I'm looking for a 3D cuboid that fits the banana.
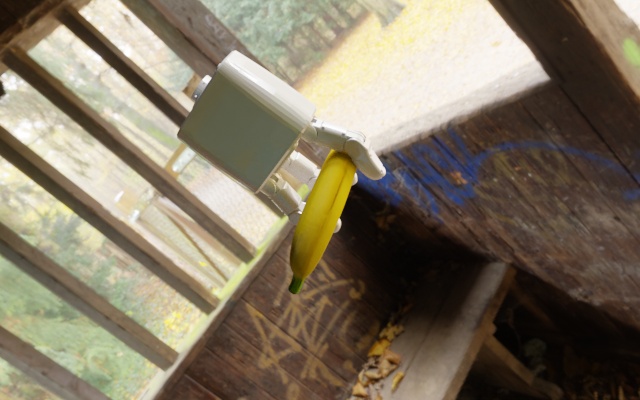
[{"bbox_3d":[0.005,-0.002,0.505,0.037,0.197,0.070,27,-26,-8],"label":"banana"}]
